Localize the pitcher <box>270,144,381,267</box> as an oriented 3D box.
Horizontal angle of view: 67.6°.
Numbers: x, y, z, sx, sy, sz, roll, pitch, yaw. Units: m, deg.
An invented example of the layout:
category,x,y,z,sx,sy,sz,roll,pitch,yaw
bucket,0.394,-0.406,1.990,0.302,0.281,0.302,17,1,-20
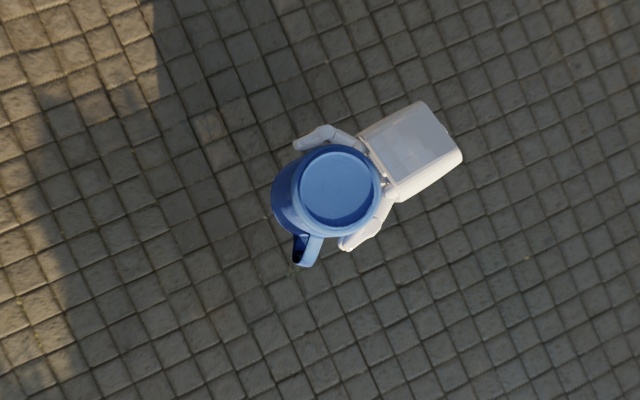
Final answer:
category,x,y,z,sx,sy,sz,roll,pitch,yaw
pitcher,0.000,0.002,0.659,0.145,0.149,0.243,-30,3,-8
